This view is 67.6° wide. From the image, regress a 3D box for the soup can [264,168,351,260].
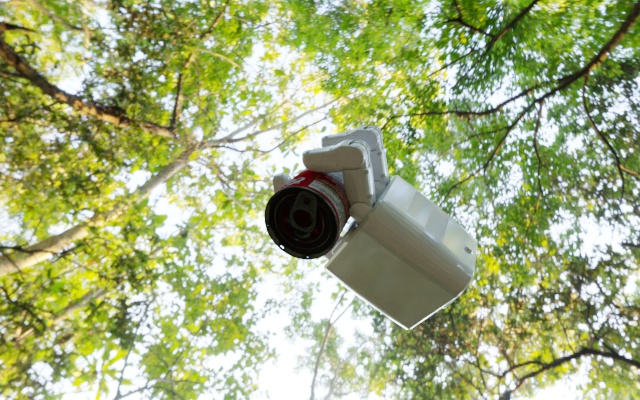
[{"bbox_3d":[0.000,0.001,0.447,0.068,0.068,0.102,0,22,21],"label":"soup can"}]
